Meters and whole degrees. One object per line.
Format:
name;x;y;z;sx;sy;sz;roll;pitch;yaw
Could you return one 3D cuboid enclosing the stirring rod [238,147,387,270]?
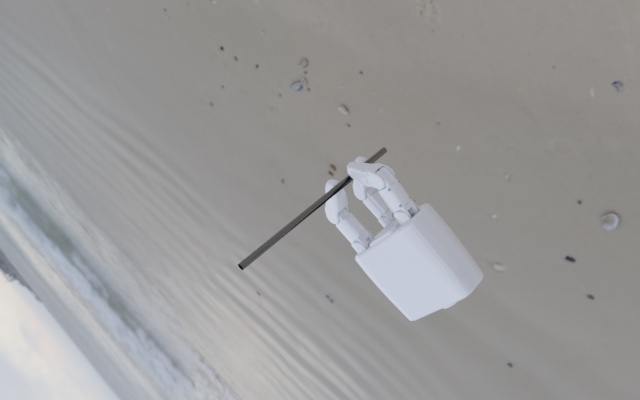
stirring rod;0.000;0.002;0.542;0.239;0.011;0.011;-39;22;-30
